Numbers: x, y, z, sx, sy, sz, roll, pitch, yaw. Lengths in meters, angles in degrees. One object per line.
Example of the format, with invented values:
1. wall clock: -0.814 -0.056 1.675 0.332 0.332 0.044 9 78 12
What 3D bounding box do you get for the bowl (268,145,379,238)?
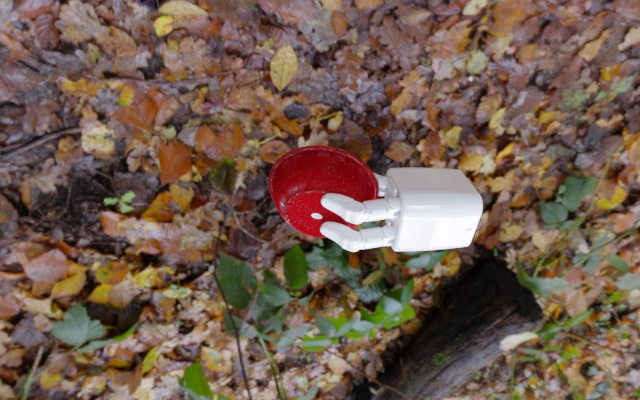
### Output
1. bowl: -0.001 0.003 0.672 0.162 0.162 0.055 0 44 11
